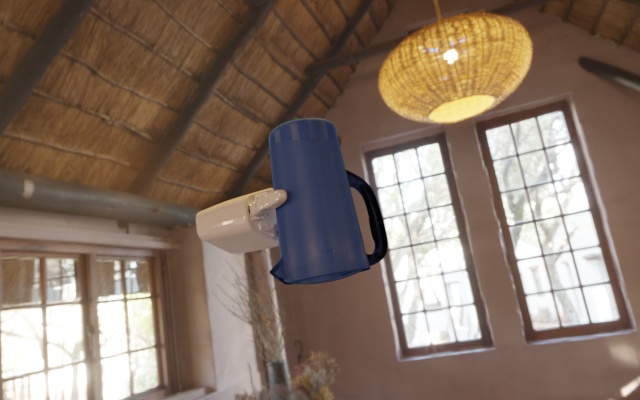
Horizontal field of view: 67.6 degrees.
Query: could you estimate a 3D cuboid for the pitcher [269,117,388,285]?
[{"bbox_3d":[0.000,0.002,0.733,0.145,0.242,0.149,-16,-13,27],"label":"pitcher"}]
